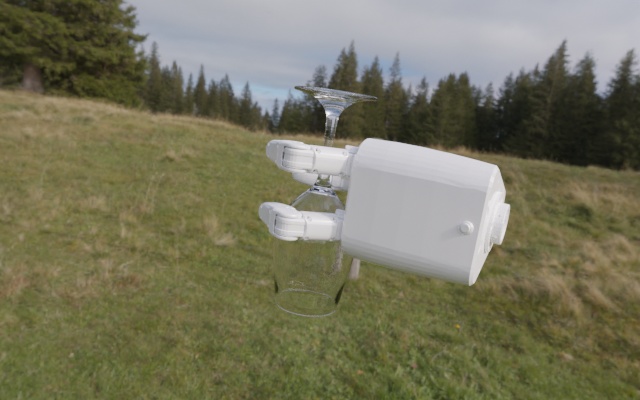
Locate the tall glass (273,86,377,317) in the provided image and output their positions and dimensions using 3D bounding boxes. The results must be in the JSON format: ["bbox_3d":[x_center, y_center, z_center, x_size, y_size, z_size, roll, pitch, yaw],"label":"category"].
[{"bbox_3d":[0.000,0.001,0.440,0.079,0.201,0.079,8,11,-2],"label":"tall glass"}]
